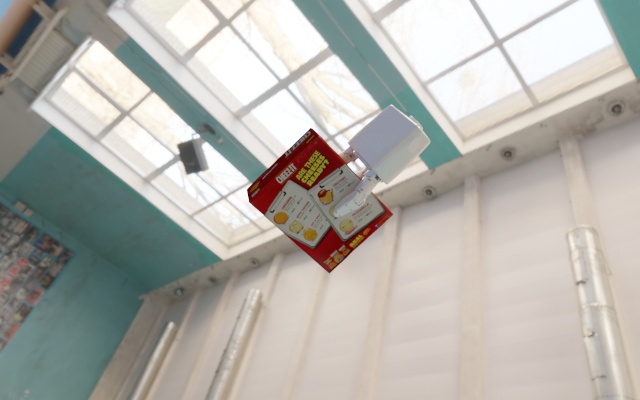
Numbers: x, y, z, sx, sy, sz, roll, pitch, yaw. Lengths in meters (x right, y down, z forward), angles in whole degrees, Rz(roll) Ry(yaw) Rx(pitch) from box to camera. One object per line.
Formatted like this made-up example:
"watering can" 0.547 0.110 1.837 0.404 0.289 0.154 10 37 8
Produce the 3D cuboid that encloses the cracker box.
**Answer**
"cracker box" 0.000 0.003 0.855 0.214 0.164 0.072 44 6 -26
